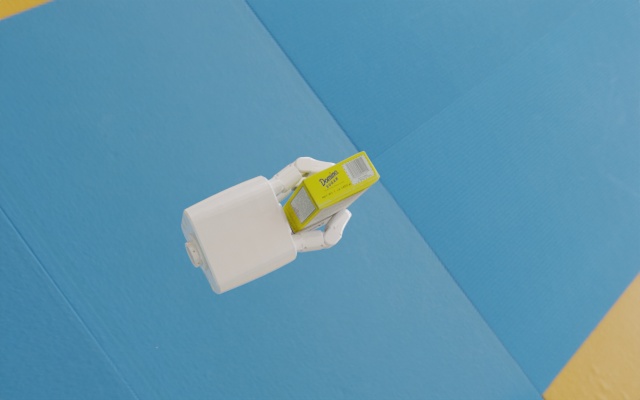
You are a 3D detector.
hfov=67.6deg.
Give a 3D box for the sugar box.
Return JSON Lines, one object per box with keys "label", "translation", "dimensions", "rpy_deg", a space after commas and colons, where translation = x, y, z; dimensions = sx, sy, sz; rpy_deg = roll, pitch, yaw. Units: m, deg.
{"label": "sugar box", "translation": [0.000, 0.002, 0.630], "dimensions": [0.093, 0.048, 0.176], "rpy_deg": [-26, -7, -25]}
